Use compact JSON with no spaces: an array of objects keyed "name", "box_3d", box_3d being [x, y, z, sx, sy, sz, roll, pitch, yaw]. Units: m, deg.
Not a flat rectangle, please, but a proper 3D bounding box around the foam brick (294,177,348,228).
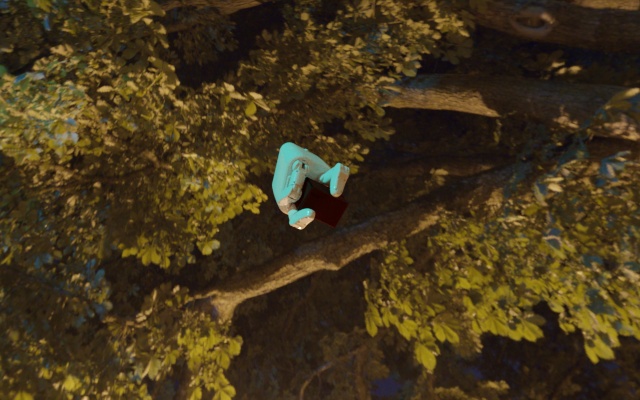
[{"name":"foam brick","box_3d":[0.000,0.003,0.842,0.078,0.053,0.051,26,14,-23]}]
